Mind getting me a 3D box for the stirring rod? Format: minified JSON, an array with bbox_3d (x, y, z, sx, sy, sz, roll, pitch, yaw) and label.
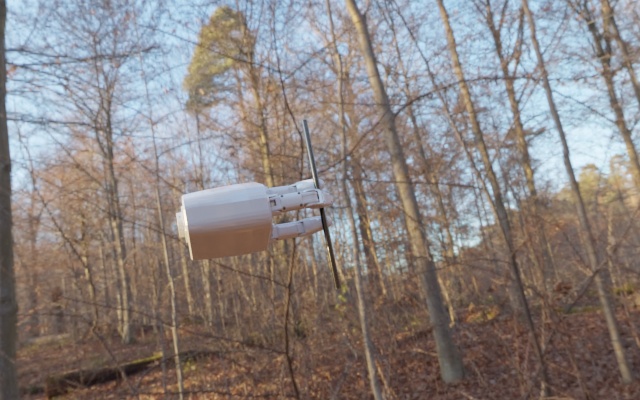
[{"bbox_3d":[0.000,0.002,0.661,0.011,0.239,0.011,-11,-10,-2],"label":"stirring rod"}]
